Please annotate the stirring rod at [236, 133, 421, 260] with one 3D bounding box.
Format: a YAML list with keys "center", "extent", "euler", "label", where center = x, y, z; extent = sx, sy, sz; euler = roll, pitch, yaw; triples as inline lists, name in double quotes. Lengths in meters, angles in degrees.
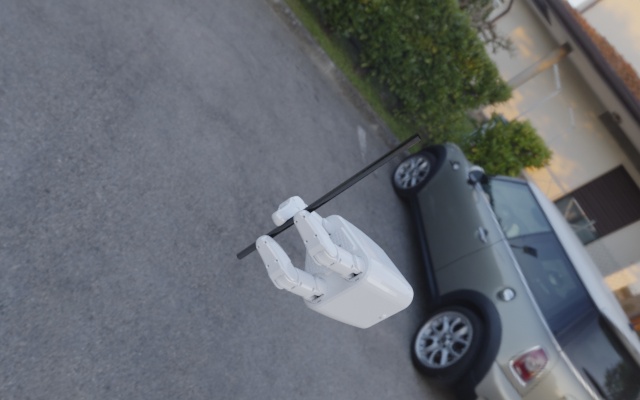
- center: [0.000, 0.002, 0.495]
  extent: [0.239, 0.011, 0.011]
  euler: [-34, -14, 22]
  label: "stirring rod"
